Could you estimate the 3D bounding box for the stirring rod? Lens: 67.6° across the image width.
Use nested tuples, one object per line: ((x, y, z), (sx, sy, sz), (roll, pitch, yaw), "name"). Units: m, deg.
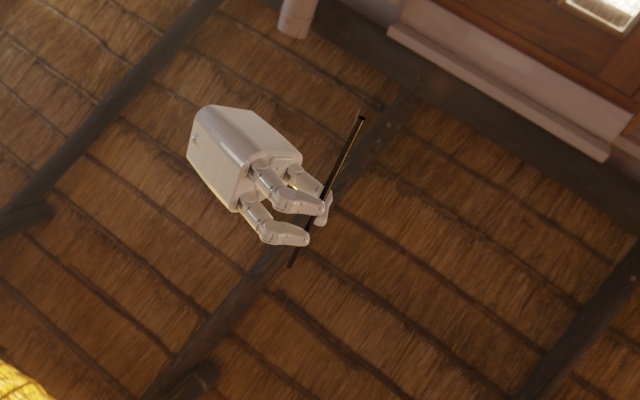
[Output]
((0.000, 0.002, 0.556), (0.011, 0.240, 0.011), (16, 39, -13), "stirring rod")
